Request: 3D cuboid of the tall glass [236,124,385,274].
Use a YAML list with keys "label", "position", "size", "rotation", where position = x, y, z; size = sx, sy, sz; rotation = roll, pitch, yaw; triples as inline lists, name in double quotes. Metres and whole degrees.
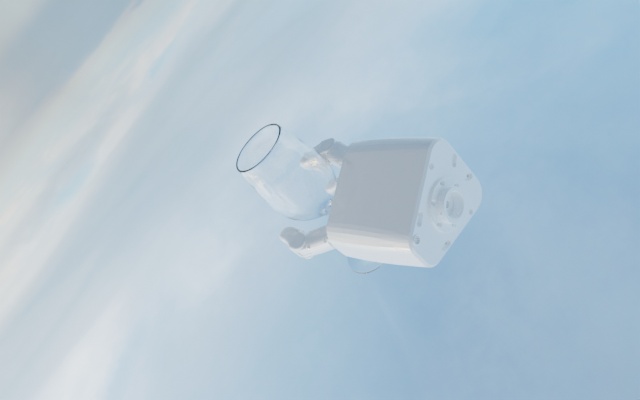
- label: "tall glass"
  position: [0.000, 0.002, 0.532]
  size: [0.079, 0.079, 0.201]
  rotation: [0, -34, 50]
